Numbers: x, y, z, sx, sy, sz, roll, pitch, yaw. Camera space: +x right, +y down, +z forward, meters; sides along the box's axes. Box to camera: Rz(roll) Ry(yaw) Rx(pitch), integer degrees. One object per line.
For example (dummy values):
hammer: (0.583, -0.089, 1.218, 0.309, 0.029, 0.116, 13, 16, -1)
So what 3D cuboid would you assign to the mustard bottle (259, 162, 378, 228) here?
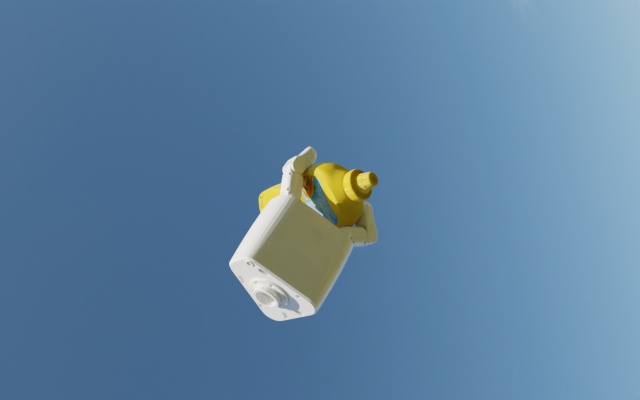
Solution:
mustard bottle: (0.000, 0.002, 0.640, 0.192, 0.096, 0.058, -24, 1, 44)
